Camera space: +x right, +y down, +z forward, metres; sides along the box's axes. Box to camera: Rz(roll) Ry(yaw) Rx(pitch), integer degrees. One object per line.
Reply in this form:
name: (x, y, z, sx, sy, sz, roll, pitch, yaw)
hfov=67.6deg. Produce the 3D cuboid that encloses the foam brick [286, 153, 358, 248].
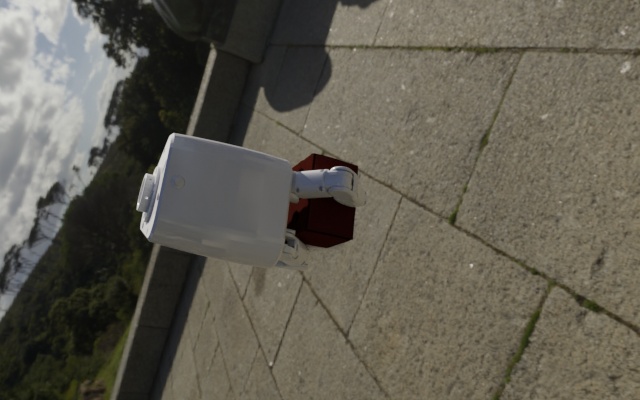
foam brick: (0.000, 0.001, 0.465, 0.051, 0.078, 0.053, 14, -21, -25)
